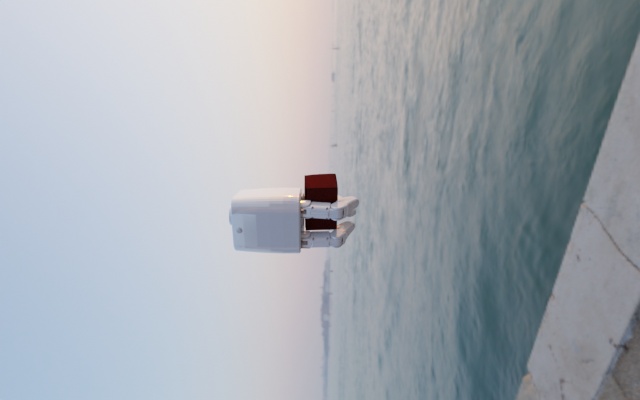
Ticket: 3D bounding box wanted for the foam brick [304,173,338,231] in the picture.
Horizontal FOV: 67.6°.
[{"bbox_3d":[0.000,0.002,0.763,0.051,0.078,0.053,-1,27,-3],"label":"foam brick"}]
